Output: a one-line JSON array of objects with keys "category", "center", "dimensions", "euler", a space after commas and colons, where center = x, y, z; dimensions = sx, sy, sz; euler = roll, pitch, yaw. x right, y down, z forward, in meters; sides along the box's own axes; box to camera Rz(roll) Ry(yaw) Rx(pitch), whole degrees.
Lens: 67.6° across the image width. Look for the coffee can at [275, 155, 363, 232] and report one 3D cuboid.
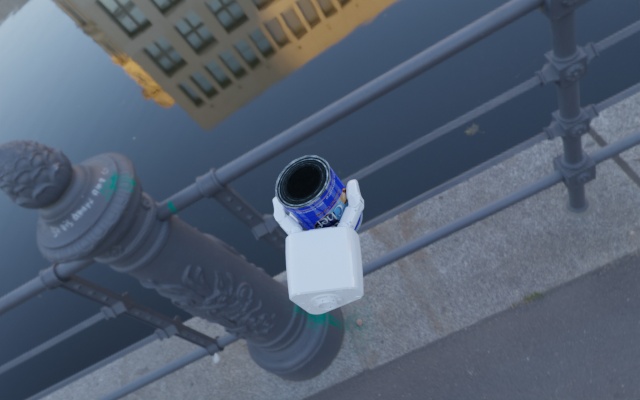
[{"category": "coffee can", "center": [0.000, 0.003, 0.827], "dimensions": [0.103, 0.102, 0.140], "euler": [0, -30, 30]}]
